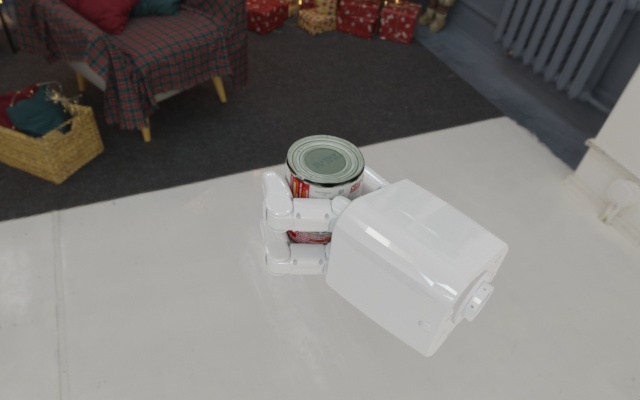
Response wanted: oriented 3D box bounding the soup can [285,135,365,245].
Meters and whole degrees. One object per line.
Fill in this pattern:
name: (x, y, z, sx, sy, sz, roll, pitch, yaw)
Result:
soup can: (0.000, 0.001, 0.430, 0.068, 0.102, 0.068, 4, 43, -3)
